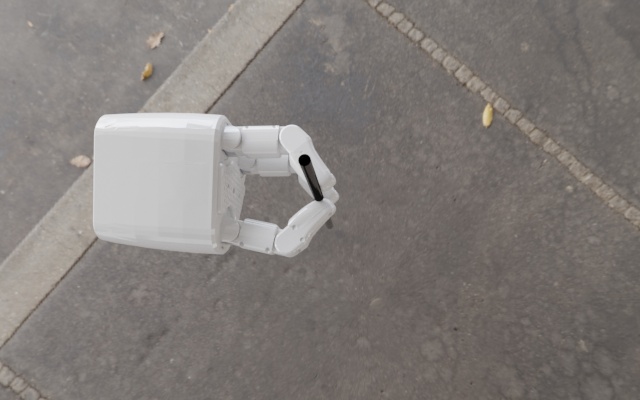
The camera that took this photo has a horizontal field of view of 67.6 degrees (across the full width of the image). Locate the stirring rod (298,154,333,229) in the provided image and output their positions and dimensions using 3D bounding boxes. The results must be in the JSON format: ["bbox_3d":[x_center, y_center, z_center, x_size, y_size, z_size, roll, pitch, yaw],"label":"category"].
[{"bbox_3d":[0.000,0.001,0.413,0.011,0.011,0.239,0,-13,5],"label":"stirring rod"}]
